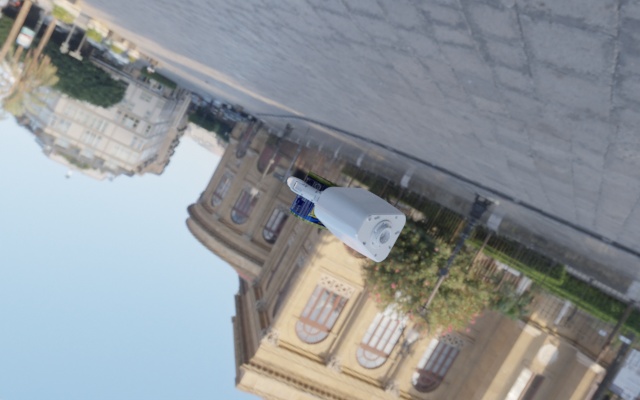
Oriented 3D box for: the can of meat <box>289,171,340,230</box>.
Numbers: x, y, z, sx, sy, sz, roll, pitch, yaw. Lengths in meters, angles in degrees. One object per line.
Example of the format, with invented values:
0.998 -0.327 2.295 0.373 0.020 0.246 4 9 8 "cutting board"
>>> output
0.000 0.003 0.883 0.057 0.084 0.102 31 5 40 "can of meat"
